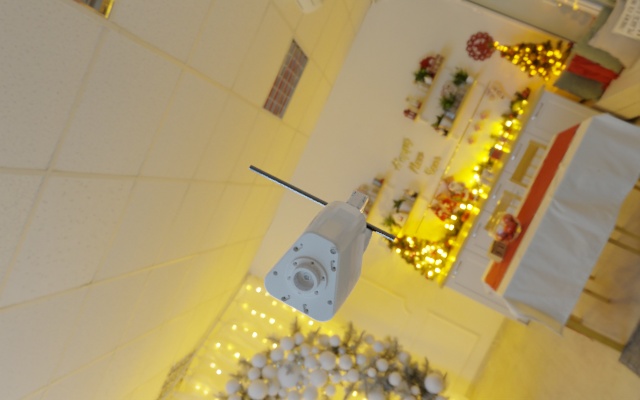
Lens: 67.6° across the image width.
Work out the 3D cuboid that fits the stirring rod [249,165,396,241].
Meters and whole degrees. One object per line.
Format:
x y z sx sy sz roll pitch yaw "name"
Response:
0.000 0.002 0.701 0.239 0.011 0.011 26 5 10 "stirring rod"
